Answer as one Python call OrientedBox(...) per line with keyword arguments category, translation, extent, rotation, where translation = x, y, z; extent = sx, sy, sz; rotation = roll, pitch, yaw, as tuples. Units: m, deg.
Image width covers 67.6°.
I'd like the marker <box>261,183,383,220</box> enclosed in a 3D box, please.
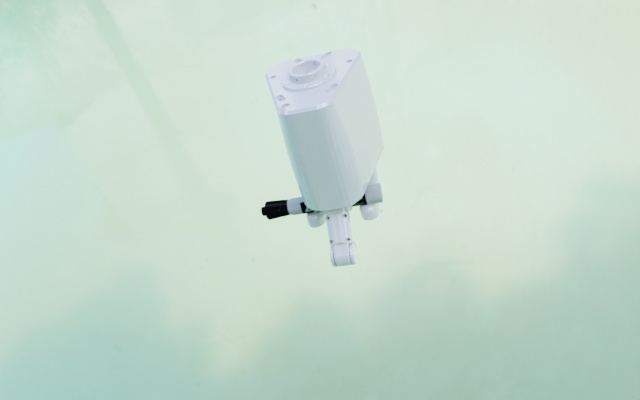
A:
OrientedBox(category="marker", translation=(0.000, 0.002, 0.469), extent=(0.121, 0.020, 0.020), rotation=(-9, -2, 11))
